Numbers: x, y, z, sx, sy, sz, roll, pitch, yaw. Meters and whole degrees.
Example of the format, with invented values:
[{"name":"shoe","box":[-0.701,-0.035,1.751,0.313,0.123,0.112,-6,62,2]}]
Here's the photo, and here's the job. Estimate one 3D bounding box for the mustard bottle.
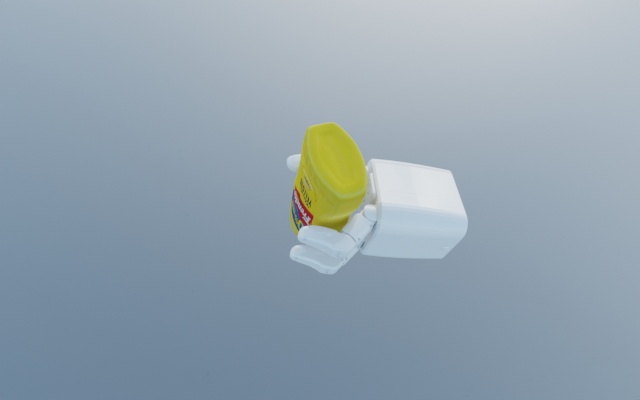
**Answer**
[{"name":"mustard bottle","box":[0.000,0.002,0.562,0.058,0.096,0.192,-16,-25,-19]}]
